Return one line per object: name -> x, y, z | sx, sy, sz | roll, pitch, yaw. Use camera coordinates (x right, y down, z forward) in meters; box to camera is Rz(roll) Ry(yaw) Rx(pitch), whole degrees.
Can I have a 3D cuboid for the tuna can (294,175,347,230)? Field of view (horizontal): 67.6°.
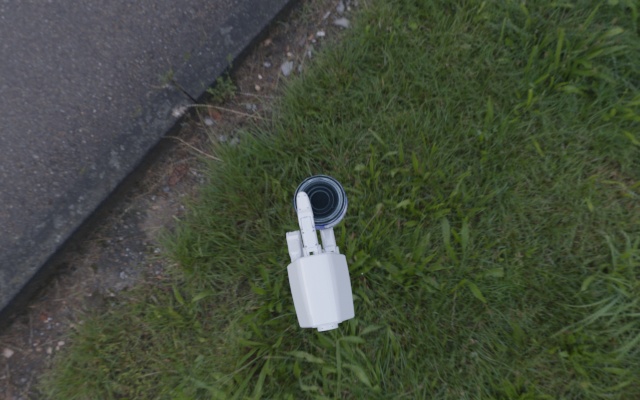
tuna can -> 0.000, 0.002, 0.772 | 0.086, 0.086, 0.034 | 0, -14, 6
